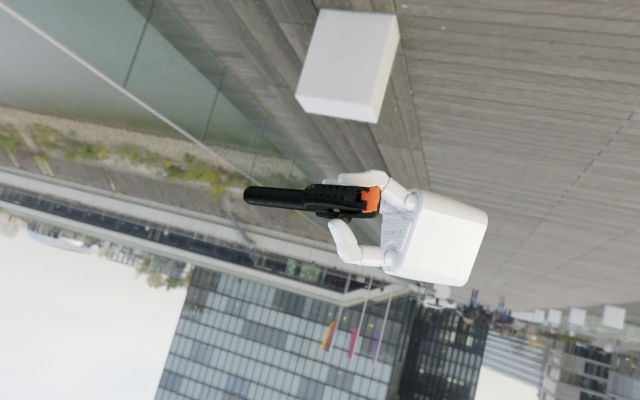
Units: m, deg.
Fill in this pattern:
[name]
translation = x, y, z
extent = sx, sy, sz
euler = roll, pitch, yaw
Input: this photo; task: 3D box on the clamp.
[clamp]
translation = 0.000, 0.003, 0.588
extent = 0.164, 0.036, 0.210
euler = 11, -8, -19
